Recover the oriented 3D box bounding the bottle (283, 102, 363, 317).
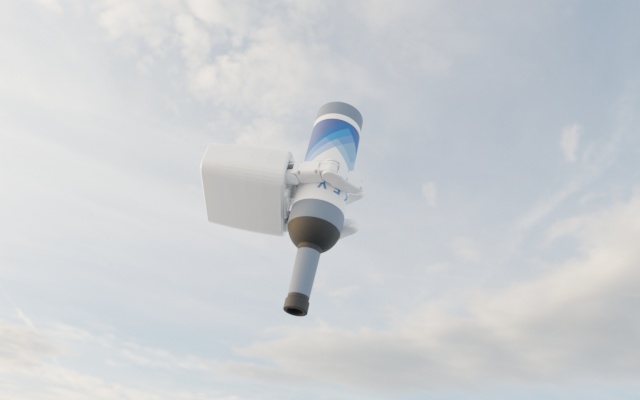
[{"bbox_3d":[0.000,0.002,0.599,0.069,0.295,0.069,9,-34,6],"label":"bottle"}]
